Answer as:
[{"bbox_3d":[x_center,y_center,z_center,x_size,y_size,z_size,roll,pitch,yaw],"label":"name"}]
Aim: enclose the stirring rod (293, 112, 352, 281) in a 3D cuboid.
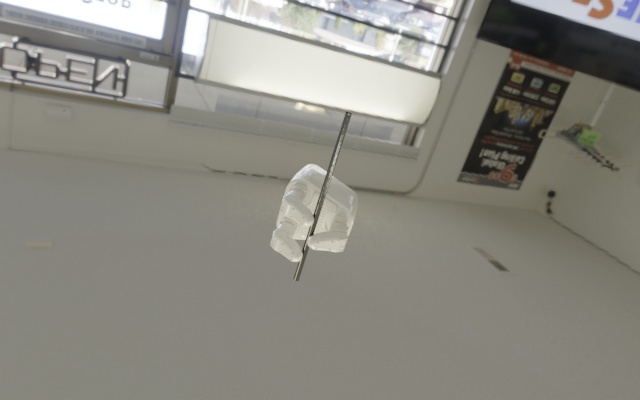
[{"bbox_3d":[0.000,0.002,0.616,0.011,0.240,0.011,15,21,-6],"label":"stirring rod"}]
